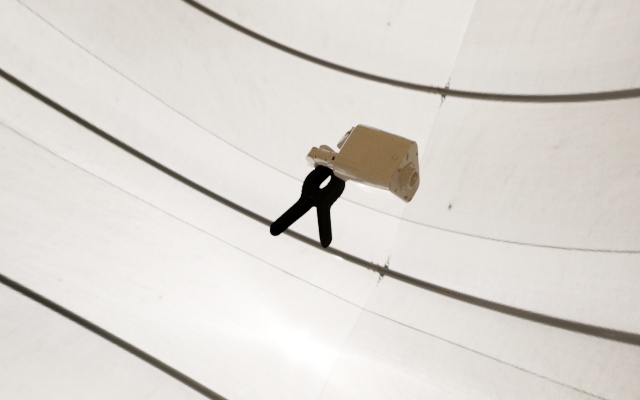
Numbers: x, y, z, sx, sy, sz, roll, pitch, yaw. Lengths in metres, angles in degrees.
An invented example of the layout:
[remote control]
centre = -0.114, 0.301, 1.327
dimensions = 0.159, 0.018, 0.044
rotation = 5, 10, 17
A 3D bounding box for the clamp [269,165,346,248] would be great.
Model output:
[clamp]
centre = 0.000, 0.003, 0.793
dimensions = 0.120, 0.171, 0.039
rotation = 22, -18, 33
